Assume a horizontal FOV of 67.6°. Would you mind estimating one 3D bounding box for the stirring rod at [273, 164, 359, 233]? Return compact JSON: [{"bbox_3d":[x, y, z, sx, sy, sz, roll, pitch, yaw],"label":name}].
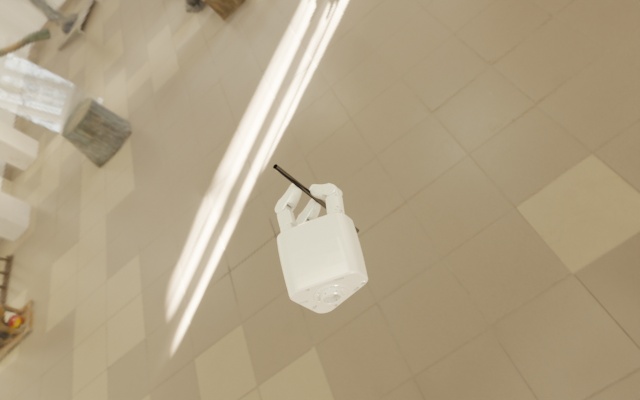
[{"bbox_3d":[0.000,0.003,0.798,0.011,0.011,0.240,0,-27,39],"label":"stirring rod"}]
